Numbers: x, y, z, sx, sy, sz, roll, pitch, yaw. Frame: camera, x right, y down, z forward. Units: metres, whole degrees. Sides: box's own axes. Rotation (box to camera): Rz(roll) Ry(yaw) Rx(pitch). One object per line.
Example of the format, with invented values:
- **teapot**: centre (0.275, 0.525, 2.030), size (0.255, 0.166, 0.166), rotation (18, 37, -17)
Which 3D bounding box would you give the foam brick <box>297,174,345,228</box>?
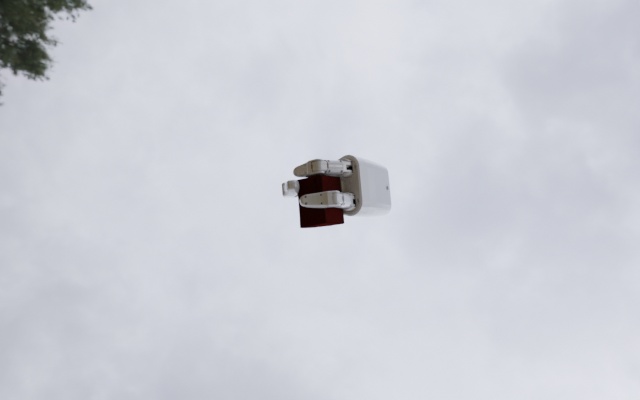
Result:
- **foam brick**: centre (0.000, 0.003, 0.750), size (0.053, 0.078, 0.051), rotation (-10, -9, 36)
